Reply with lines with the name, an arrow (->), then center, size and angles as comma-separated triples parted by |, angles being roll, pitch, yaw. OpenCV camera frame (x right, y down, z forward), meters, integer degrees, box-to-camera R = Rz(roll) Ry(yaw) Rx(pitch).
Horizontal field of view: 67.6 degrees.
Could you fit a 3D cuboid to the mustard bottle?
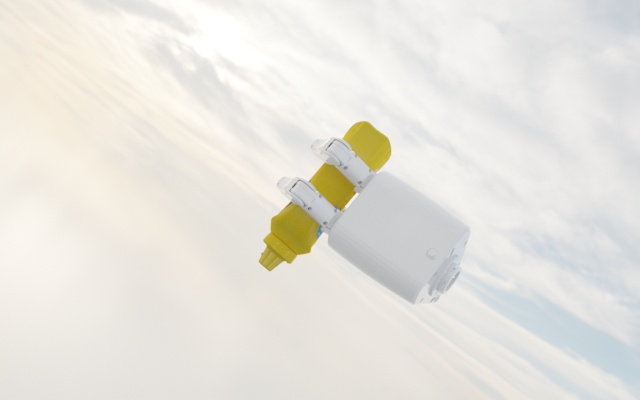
mustard bottle -> 0.000, 0.001, 0.539 | 0.058, 0.191, 0.096 | 40, -9, 3
